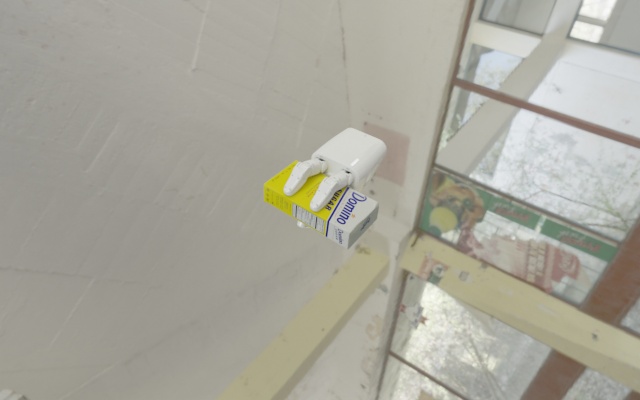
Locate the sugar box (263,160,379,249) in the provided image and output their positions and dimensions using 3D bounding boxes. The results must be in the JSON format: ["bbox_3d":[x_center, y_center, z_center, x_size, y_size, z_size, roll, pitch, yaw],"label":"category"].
[{"bbox_3d":[0.000,0.002,0.798,0.176,0.048,0.093,26,46,24],"label":"sugar box"}]
